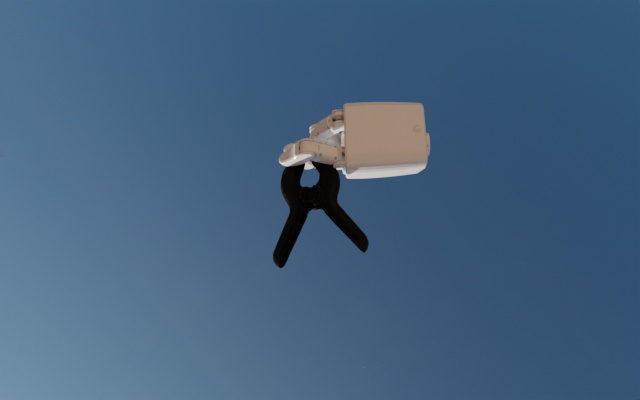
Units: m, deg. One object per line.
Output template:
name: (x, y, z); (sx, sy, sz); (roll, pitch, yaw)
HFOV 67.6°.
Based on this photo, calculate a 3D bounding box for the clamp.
clamp: (0.000, 0.002, 0.621); (0.120, 0.171, 0.039); (-1, -19, 3)
